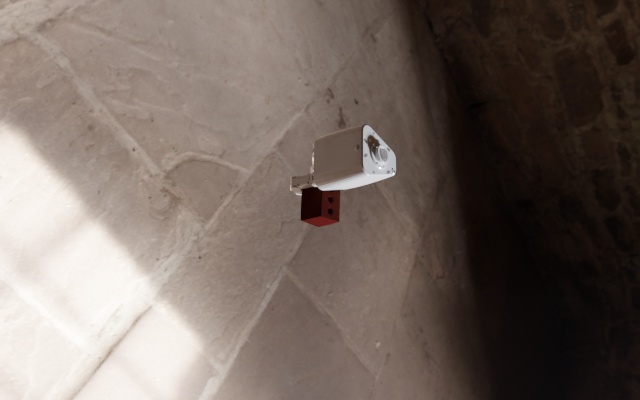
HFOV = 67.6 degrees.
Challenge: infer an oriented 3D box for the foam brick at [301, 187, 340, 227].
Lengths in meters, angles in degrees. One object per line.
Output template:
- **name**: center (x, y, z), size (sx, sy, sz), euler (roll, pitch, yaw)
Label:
- **foam brick**: center (0.000, 0.003, 0.877), size (0.051, 0.078, 0.053), euler (-13, -22, 39)
